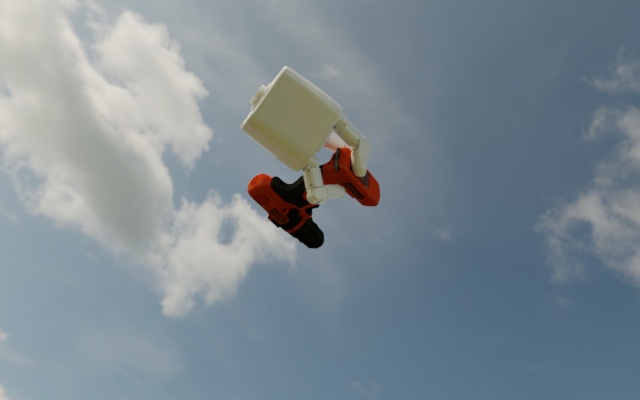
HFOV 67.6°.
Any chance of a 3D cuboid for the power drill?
[{"bbox_3d":[0.000,0.002,0.786,0.188,0.057,0.184,-23,-50,28],"label":"power drill"}]
